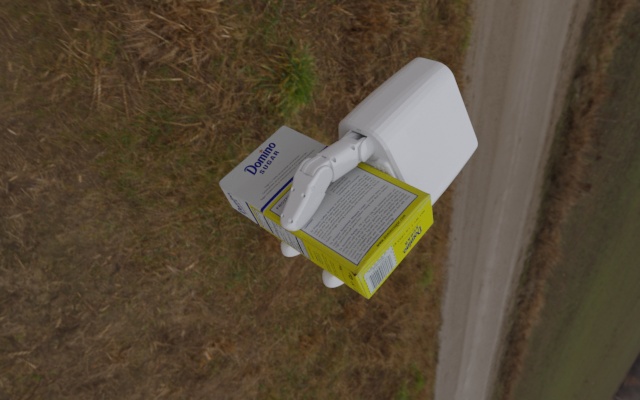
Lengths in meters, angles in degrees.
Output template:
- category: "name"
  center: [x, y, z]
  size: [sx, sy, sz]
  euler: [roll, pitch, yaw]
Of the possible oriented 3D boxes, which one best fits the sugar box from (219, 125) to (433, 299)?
- category: "sugar box"
  center: [0.000, 0.002, 0.427]
  size: [0.176, 0.093, 0.048]
  euler: [29, -25, 37]
